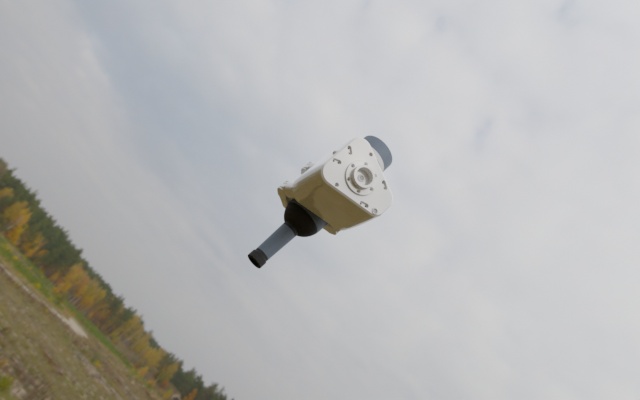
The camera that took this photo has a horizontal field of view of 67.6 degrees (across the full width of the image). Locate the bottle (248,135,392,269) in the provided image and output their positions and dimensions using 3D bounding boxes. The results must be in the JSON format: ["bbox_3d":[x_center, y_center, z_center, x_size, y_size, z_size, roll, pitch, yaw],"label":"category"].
[{"bbox_3d":[0.000,0.002,0.770,0.295,0.069,0.069,-42,21,-25],"label":"bottle"}]
